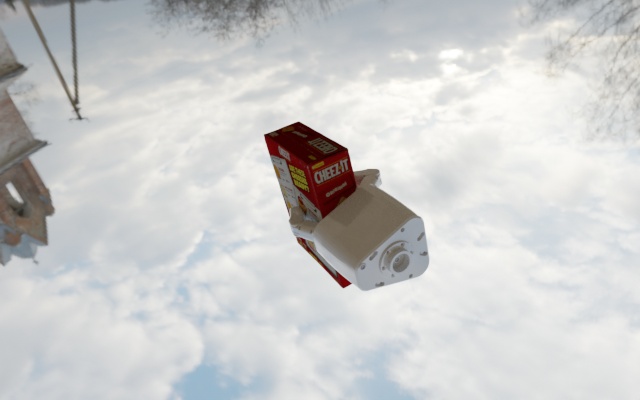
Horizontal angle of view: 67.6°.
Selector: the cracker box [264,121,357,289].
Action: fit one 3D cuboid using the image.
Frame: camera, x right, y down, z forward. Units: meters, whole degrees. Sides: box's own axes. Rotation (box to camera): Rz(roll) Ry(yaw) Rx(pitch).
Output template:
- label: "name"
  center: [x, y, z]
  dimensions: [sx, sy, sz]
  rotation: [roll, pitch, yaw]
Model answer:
- label: "cracker box"
  center: [0.000, 0.003, 0.730]
  dimensions: [0.072, 0.214, 0.164]
  rotation: [-25, 31, -18]
